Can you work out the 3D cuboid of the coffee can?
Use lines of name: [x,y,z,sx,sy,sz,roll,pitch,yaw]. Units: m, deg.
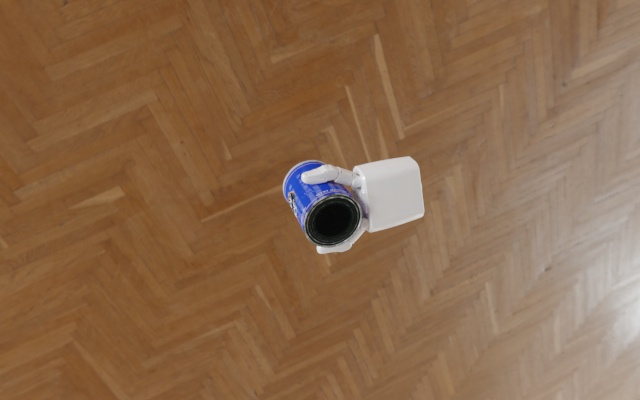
coffee can: [0.000,0.003,0.840,0.103,0.103,0.140,0,28,-20]
